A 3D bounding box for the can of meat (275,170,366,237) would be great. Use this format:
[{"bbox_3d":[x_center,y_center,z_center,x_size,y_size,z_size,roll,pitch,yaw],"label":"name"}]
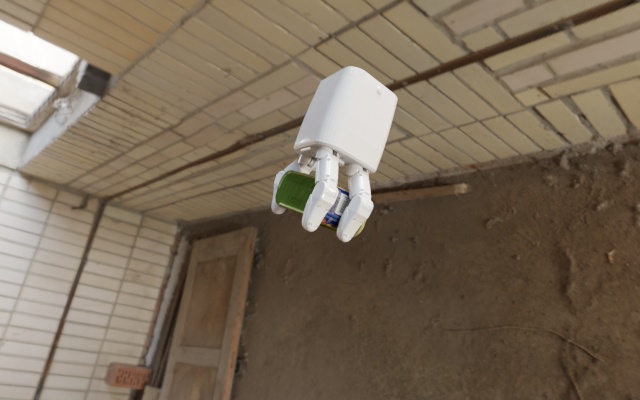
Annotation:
[{"bbox_3d":[0.000,0.002,0.631,0.084,0.057,0.102,26,-5,-38],"label":"can of meat"}]
